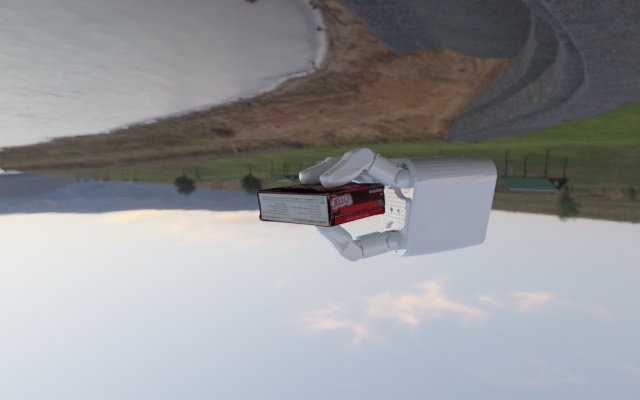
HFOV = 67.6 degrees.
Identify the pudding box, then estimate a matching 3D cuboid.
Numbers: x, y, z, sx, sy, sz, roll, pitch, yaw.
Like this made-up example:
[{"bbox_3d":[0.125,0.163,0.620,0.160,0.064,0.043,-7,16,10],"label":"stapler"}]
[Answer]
[{"bbox_3d":[0.000,0.002,0.519,0.113,0.039,0.090,0,7,44],"label":"pudding box"}]
